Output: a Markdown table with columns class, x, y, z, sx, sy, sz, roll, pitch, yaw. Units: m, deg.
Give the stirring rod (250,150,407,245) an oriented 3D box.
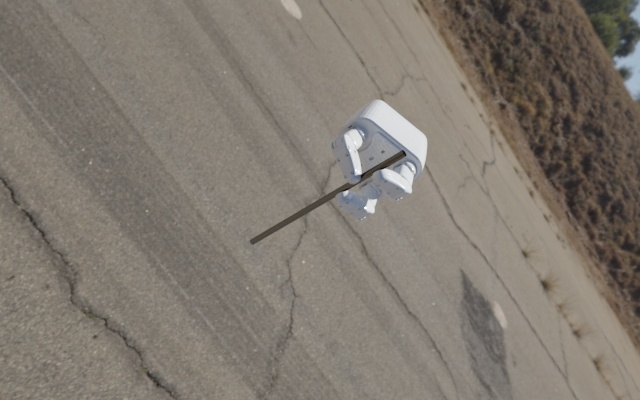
| class | x | y | z | sx | sy | sz | roll | pitch | yaw |
| --- | --- | --- | --- | --- | --- | --- | --- | --- | --- |
| stirring rod | 0.000 | 0.002 | 0.575 | 0.239 | 0.011 | 0.011 | -30 | -16 | 29 |
